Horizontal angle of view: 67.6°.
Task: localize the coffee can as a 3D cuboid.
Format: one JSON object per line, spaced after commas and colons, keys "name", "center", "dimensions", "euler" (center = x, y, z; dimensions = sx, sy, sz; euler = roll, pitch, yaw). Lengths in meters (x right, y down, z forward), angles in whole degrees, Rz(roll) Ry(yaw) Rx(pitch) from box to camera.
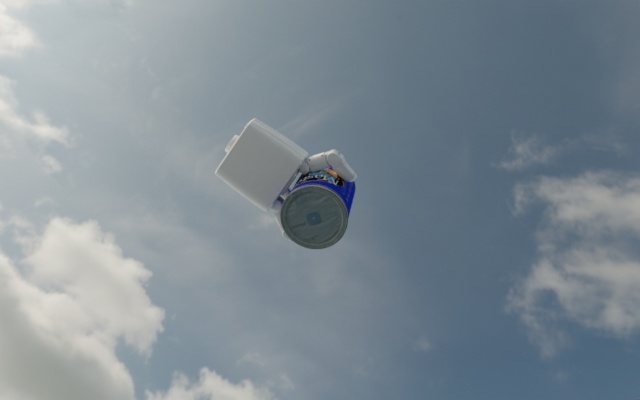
{"name": "coffee can", "center": [0.000, 0.003, 0.773], "dimensions": [0.103, 0.103, 0.140], "euler": [0, 21, 9]}
